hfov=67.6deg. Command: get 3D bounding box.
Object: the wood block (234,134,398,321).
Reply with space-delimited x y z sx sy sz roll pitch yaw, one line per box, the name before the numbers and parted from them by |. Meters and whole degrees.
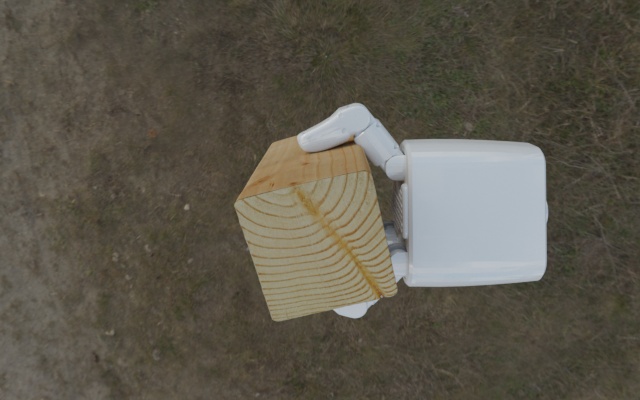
wood block | 0.000 0.001 0.404 0.090 0.091 0.206 -13 16 5
